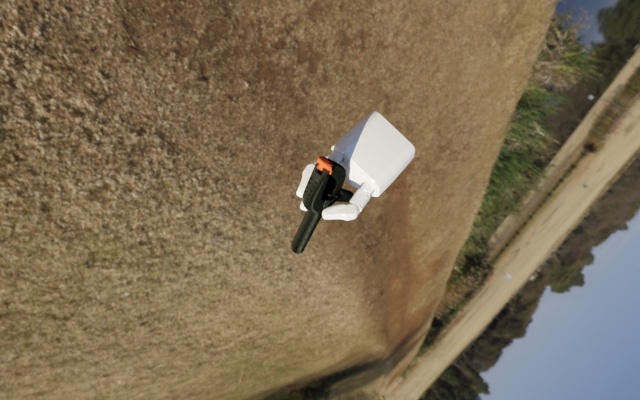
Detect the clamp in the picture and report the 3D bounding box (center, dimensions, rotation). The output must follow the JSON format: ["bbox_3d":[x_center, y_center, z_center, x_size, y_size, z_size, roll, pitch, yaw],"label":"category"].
[{"bbox_3d":[0.001,0.003,0.819,0.036,0.164,0.210,37,-18,20],"label":"clamp"}]
